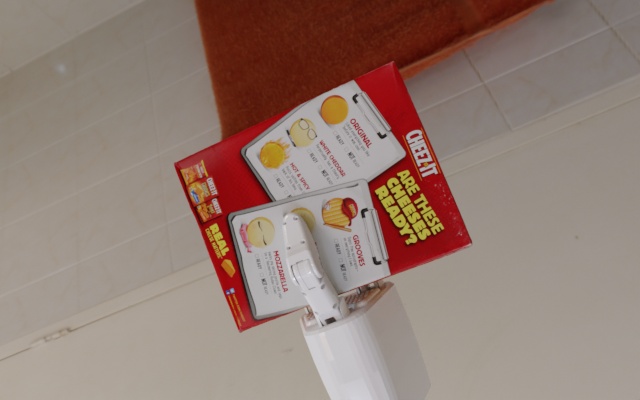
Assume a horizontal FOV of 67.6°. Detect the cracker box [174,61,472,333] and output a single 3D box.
[{"bbox_3d":[0.000,0.001,0.430,0.214,0.164,0.072,-23,-3,10],"label":"cracker box"}]
